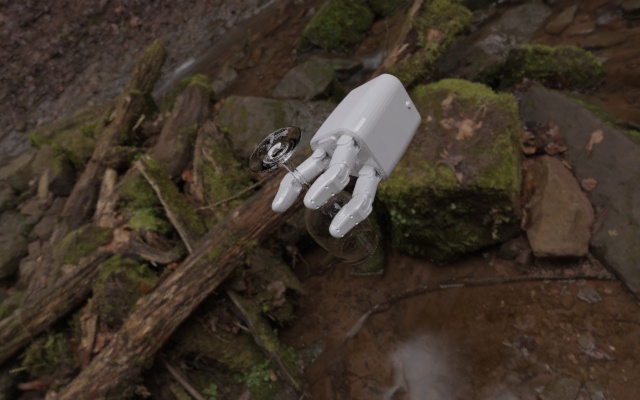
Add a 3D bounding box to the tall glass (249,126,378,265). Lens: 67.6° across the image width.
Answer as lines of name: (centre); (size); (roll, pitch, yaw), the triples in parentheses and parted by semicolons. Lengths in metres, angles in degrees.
tall glass: (0.000, 0.002, 0.609); (0.079, 0.079, 0.201); (0, -39, 43)
